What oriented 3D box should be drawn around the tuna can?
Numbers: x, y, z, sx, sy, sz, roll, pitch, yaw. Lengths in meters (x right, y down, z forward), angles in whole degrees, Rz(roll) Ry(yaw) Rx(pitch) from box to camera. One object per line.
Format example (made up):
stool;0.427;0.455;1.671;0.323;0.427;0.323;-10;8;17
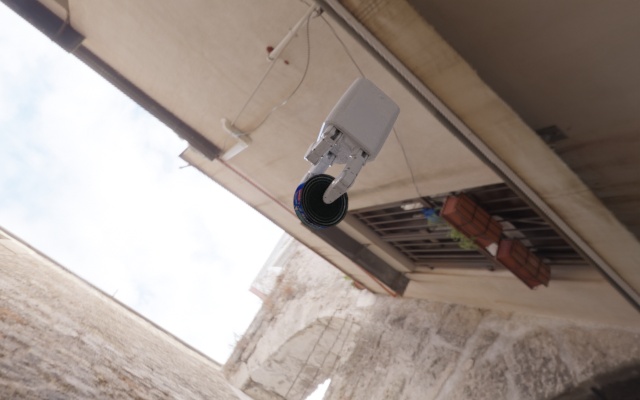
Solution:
tuna can;0.000;0.003;0.764;0.086;0.086;0.034;0;-10;-29
